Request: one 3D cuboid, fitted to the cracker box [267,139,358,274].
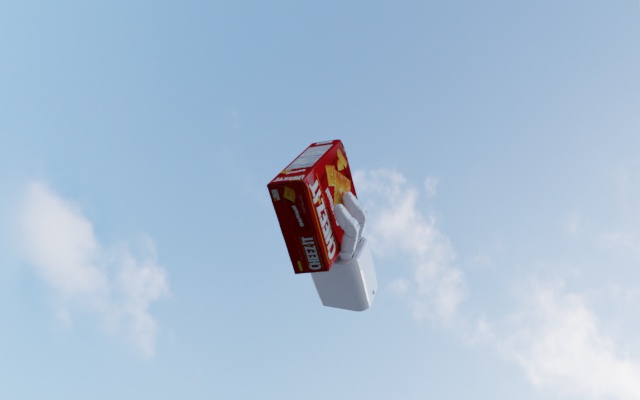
[{"bbox_3d":[0.000,0.003,0.836,0.072,0.164,0.213,-8,21,23],"label":"cracker box"}]
